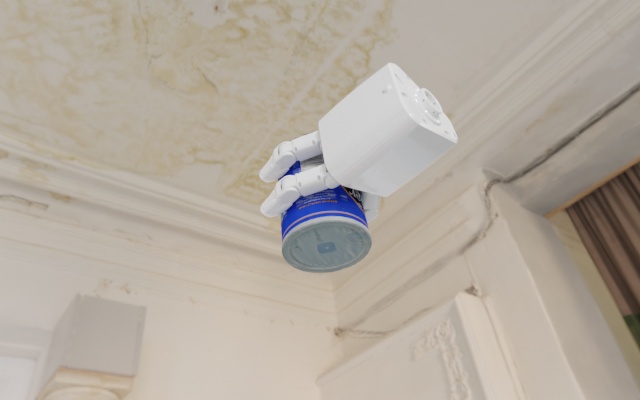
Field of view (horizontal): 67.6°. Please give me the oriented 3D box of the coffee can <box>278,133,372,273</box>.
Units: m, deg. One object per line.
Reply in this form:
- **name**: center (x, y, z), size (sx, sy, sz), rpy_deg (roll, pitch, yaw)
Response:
- **coffee can**: center (0.000, 0.002, 0.583), size (0.103, 0.140, 0.103), rpy_deg (-5, -40, -4)
